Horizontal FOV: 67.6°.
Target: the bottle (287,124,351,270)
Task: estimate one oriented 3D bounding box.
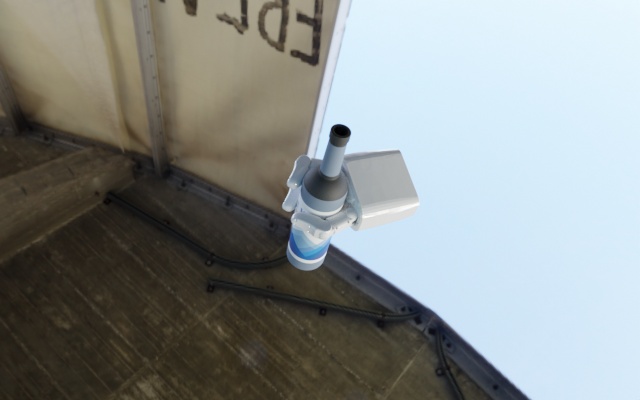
[{"bbox_3d":[0.000,0.003,0.716,0.069,0.069,0.296,0,-38,-13],"label":"bottle"}]
